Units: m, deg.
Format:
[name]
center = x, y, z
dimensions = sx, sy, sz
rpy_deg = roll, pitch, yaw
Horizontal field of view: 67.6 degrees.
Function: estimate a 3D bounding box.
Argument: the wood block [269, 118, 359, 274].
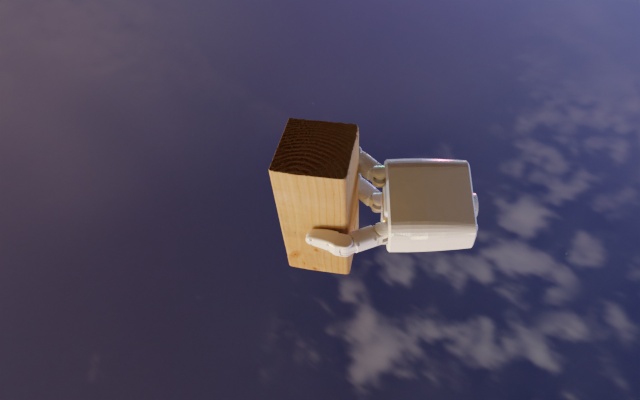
[wood block]
center = 0.000, 0.002, 0.626
dimensions = 0.090, 0.090, 0.206
rpy_deg = 7, -38, 10
